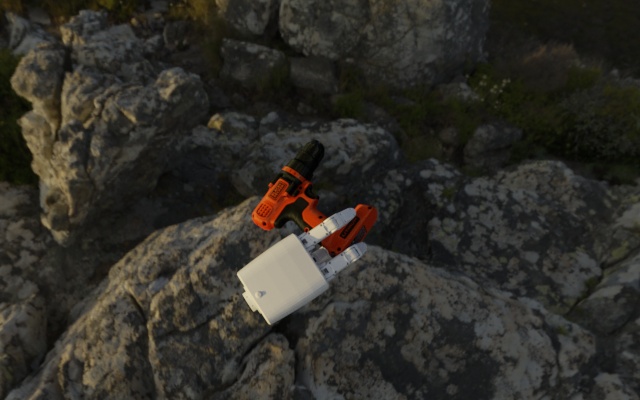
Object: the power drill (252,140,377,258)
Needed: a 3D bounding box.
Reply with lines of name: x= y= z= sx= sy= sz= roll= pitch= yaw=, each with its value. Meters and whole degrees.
power drill: x=0.000 y=0.003 z=0.811 sx=0.187 sy=0.184 sz=0.057 roll=31 pitch=-10 yaw=25
